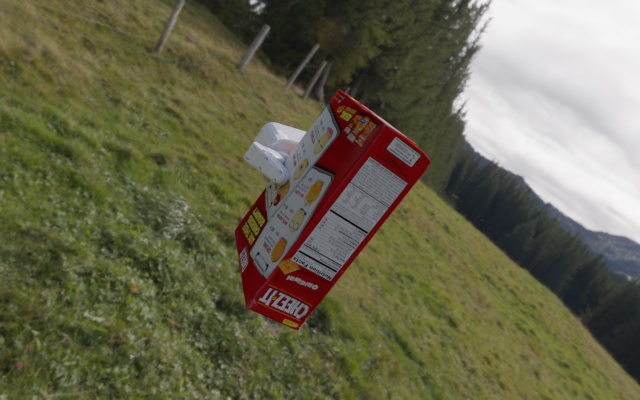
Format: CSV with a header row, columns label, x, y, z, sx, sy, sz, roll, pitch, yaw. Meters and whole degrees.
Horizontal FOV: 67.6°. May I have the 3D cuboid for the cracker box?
label,x,y,z,sx,sy,sz,roll,pitch,yaw
cracker box,0.000,0.001,0.505,0.072,0.214,0.164,32,13,-24
